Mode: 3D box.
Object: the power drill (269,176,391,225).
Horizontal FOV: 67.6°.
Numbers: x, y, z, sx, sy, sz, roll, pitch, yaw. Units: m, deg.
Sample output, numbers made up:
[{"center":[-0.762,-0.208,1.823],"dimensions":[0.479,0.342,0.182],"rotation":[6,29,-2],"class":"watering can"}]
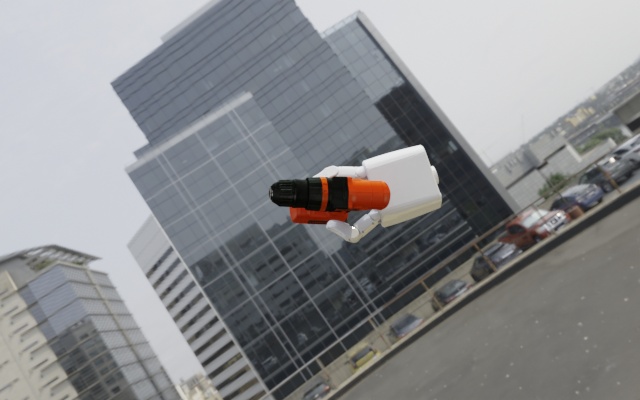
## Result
[{"center":[0.000,0.003,0.779],"dimensions":[0.184,0.057,0.188],"rotation":[3,-8,-12],"class":"power drill"}]
